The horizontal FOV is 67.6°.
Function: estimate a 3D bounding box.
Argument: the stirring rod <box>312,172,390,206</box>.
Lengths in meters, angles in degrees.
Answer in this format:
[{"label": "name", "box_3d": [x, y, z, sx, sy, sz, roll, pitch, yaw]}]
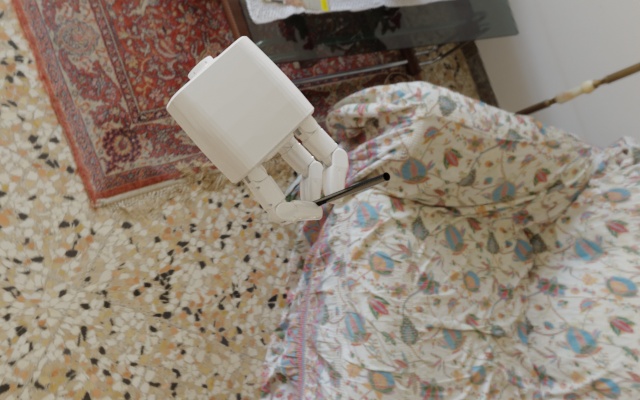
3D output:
[{"label": "stirring rod", "box_3d": [0.000, 0.002, 0.526, 0.011, 0.011, 0.239, 0, -11, -30]}]
